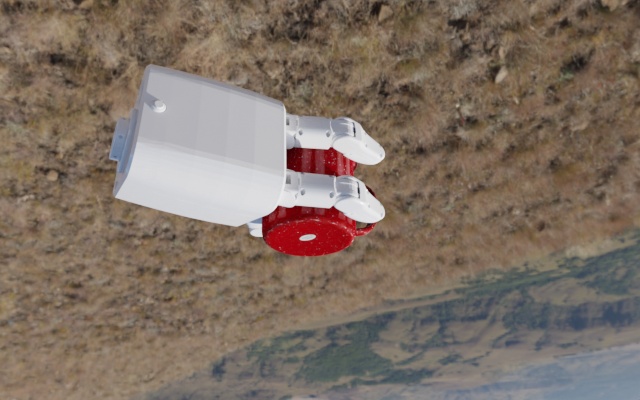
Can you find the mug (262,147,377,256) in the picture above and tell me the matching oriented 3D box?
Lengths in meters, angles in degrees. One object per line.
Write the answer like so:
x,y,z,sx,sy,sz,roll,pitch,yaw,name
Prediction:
0.001,0.002,0.432,0.117,0.081,0.093,13,-32,-24,mug
